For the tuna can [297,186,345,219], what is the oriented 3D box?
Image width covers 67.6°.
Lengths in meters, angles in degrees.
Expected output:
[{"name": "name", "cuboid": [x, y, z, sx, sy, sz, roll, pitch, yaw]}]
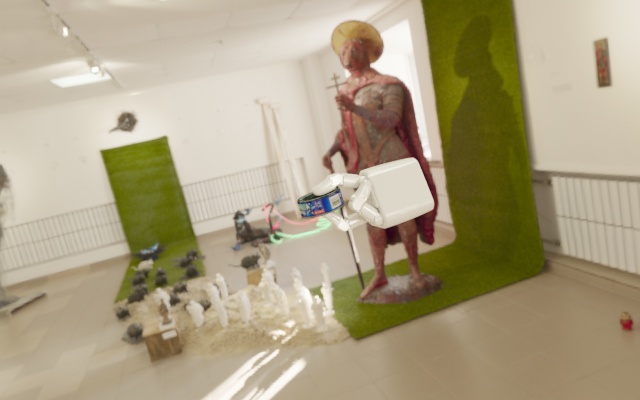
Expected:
[{"name": "tuna can", "cuboid": [0.000, 0.002, 0.891, 0.086, 0.034, 0.086, -17, 11, 4]}]
